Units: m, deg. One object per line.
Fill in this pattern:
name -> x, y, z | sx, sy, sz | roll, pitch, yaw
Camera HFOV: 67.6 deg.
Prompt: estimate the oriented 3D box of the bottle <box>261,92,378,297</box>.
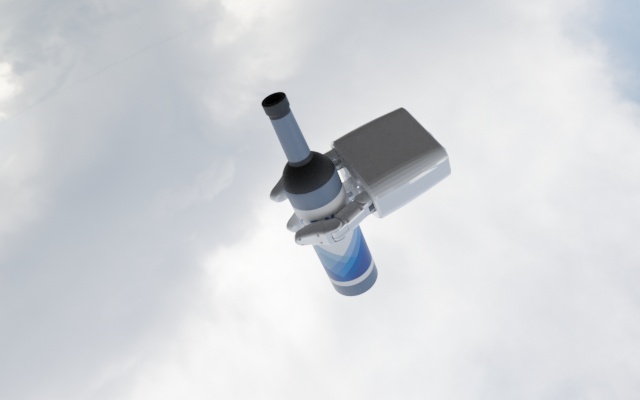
bottle -> 0.000, 0.002, 0.577 | 0.069, 0.296, 0.069 | -15, 39, 12
